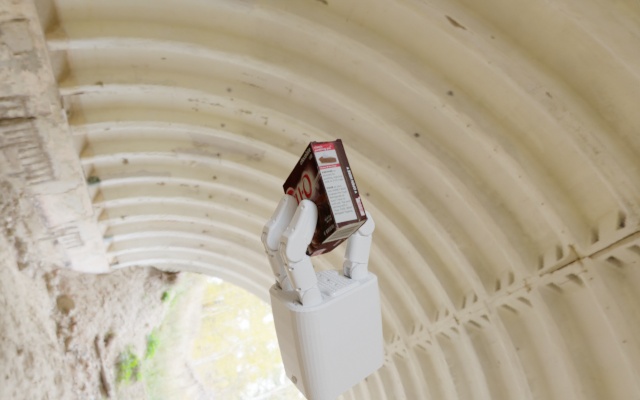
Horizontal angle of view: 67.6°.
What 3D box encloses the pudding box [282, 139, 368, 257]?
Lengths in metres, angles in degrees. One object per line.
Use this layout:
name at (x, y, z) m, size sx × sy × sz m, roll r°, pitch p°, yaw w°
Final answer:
pudding box at (0.000, 0.002, 0.493) m, size 0.039 × 0.090 × 0.113 m, roll -11°, pitch -17°, yaw -25°
